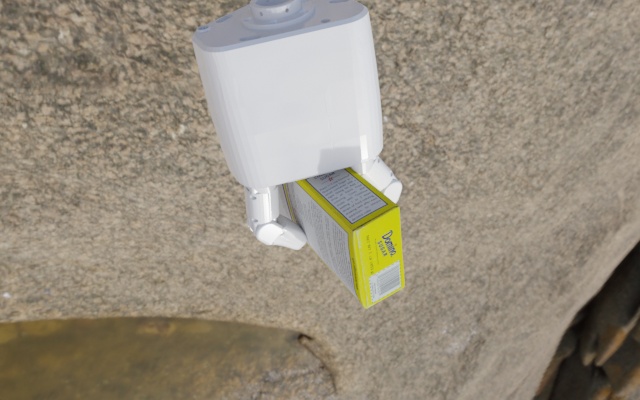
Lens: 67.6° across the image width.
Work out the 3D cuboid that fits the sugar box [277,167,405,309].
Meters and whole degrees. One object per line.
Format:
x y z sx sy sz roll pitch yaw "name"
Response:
0.001 0.001 0.409 0.048 0.093 0.176 -26 43 -16 "sugar box"
